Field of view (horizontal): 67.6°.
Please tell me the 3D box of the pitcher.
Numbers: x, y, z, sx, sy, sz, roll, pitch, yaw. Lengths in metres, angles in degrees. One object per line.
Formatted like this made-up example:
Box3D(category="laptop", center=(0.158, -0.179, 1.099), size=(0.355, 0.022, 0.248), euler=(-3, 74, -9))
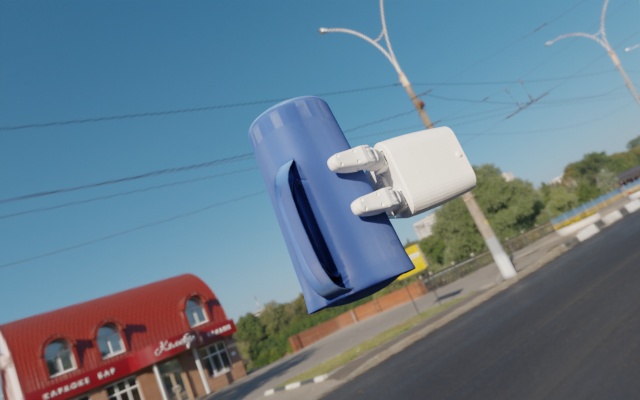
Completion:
Box3D(category="pitcher", center=(0.000, 0.002, 0.562), size=(0.145, 0.242, 0.149), euler=(-19, -14, -22))
